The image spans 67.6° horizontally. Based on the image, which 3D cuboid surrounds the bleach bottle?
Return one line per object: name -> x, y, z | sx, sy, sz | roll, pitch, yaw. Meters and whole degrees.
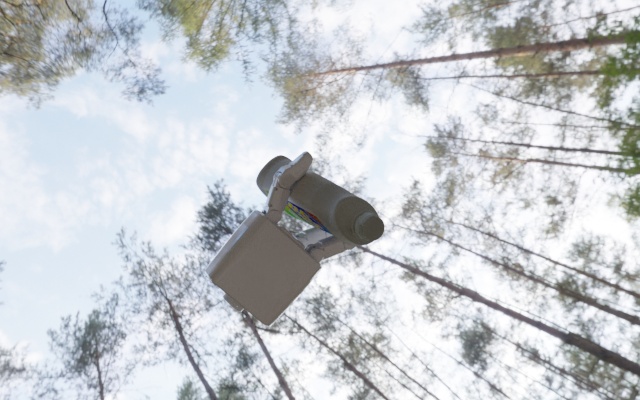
bleach bottle -> 0.000, 0.002, 0.633 | 0.103, 0.068, 0.250 | 45, -10, -26
